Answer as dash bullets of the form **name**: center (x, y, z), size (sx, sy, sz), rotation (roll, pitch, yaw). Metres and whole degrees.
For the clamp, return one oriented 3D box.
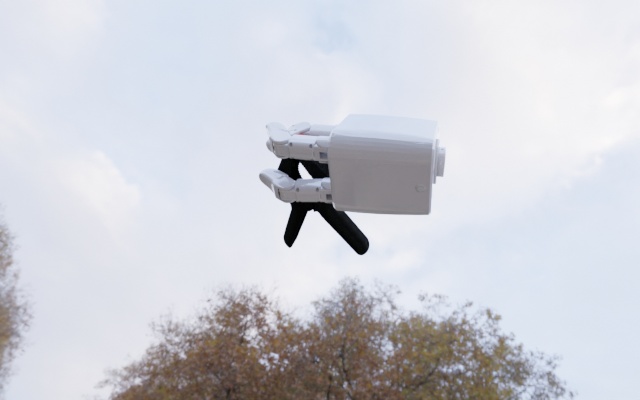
- **clamp**: center (0.000, 0.001, 0.584), size (0.120, 0.172, 0.039), rotation (6, 41, 16)
